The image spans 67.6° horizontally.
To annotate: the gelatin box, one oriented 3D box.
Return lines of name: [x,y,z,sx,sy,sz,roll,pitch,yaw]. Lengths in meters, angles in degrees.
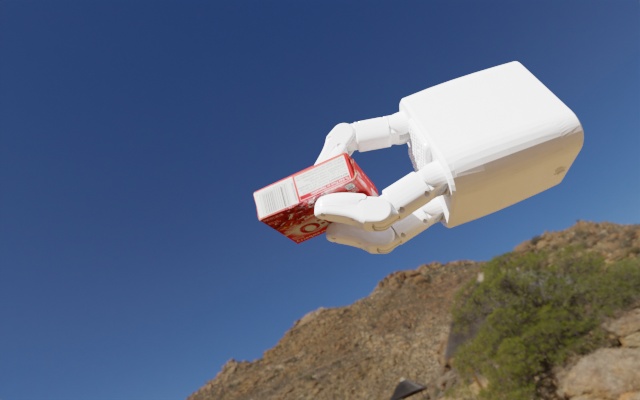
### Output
gelatin box: [0.000,0.001,0.408,0.089,0.030,0.073,-23,-27,15]
